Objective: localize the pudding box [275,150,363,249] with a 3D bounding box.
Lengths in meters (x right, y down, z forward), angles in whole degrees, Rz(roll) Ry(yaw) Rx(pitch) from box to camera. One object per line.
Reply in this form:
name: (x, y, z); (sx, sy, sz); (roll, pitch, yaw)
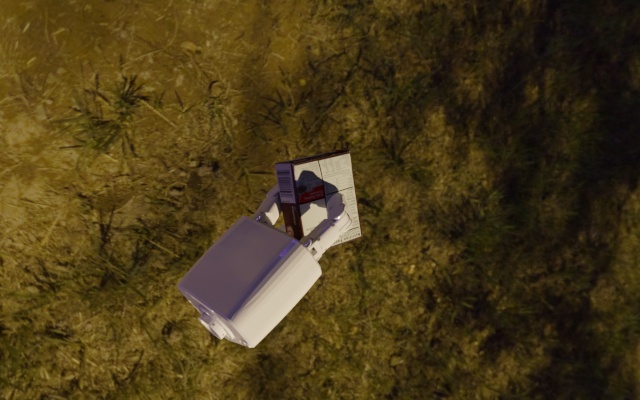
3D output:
pudding box: (0.000, 0.002, 0.571); (0.090, 0.113, 0.039); (-16, 14, -36)
